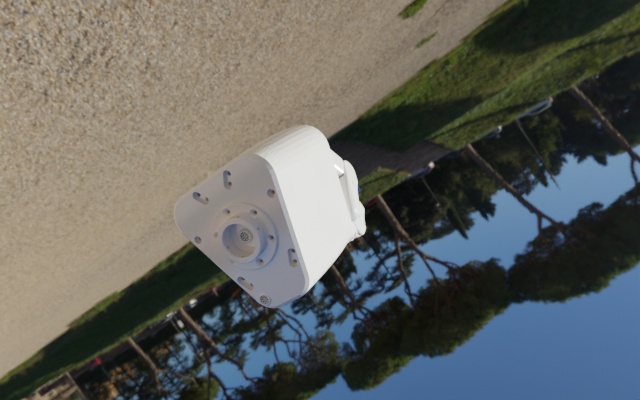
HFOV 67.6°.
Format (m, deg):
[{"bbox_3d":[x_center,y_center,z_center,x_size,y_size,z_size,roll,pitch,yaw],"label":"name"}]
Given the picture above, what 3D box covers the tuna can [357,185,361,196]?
[{"bbox_3d":[0.000,0.002,0.508,0.086,0.034,0.086,-36,6,4],"label":"tuna can"}]
